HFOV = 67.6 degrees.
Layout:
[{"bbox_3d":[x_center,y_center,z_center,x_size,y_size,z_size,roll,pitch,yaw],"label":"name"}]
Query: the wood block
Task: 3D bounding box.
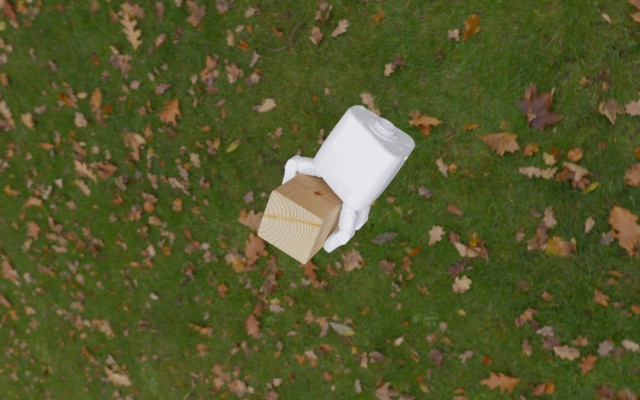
[{"bbox_3d":[0.000,0.002,0.779,0.091,0.090,0.206,31,33,14],"label":"wood block"}]
